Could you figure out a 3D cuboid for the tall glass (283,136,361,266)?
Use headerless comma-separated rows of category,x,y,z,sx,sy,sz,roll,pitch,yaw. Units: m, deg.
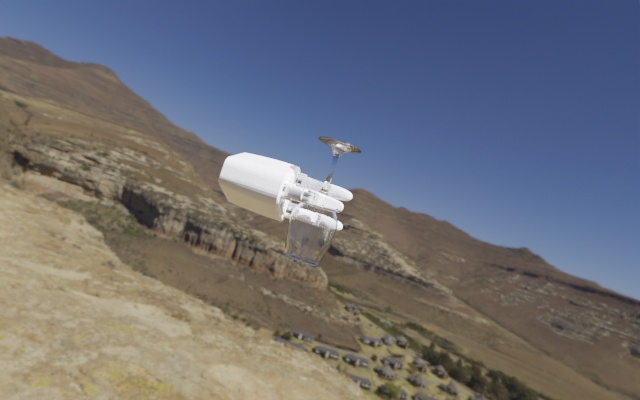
tall glass,0.000,0.002,0.779,0.079,0.201,0.079,18,-3,1
